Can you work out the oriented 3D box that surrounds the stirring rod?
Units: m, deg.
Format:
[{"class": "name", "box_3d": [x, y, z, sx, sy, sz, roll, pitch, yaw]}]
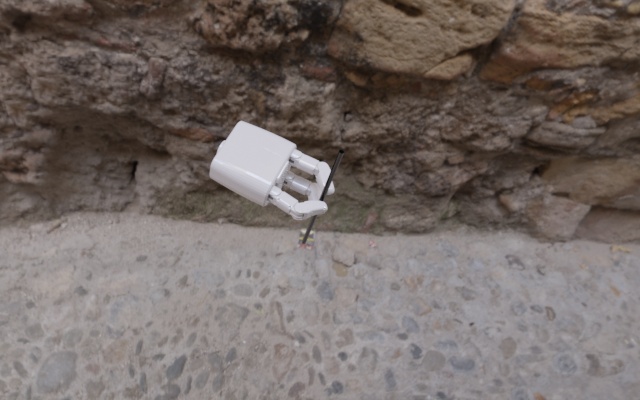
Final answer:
[{"class": "stirring rod", "box_3d": [0.000, 0.003, 0.791, 0.011, 0.011, 0.240, 0, -38, -19]}]
